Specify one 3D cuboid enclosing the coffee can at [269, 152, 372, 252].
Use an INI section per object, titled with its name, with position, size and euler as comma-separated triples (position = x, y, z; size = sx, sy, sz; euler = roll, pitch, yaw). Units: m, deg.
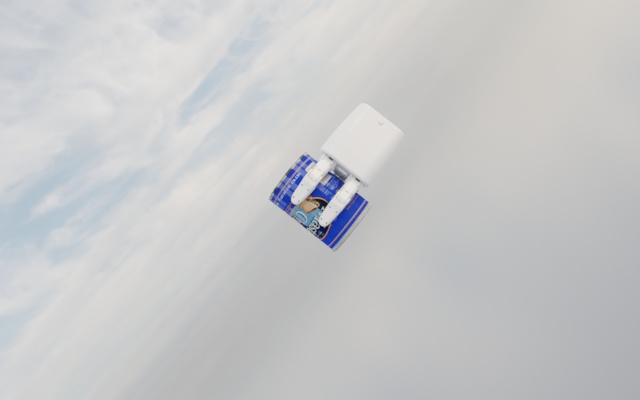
[coffee can]
position = 0.000, 0.003, 0.799
size = 0.140, 0.103, 0.103
euler = 38, 1, 2
